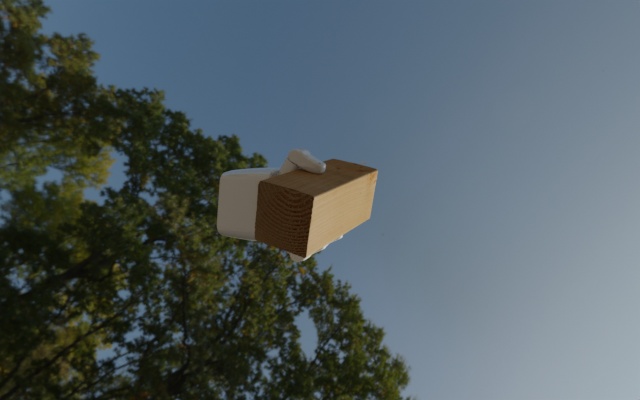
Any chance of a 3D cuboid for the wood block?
[{"bbox_3d":[0.000,0.002,0.724,0.090,0.091,0.206,16,21,26],"label":"wood block"}]
